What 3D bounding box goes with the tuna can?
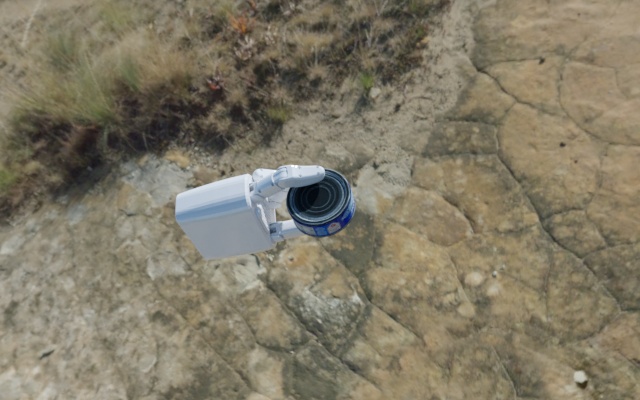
[{"bbox_3d":[0.000,0.002,0.610,0.086,0.086,0.034,0,-30,15],"label":"tuna can"}]
